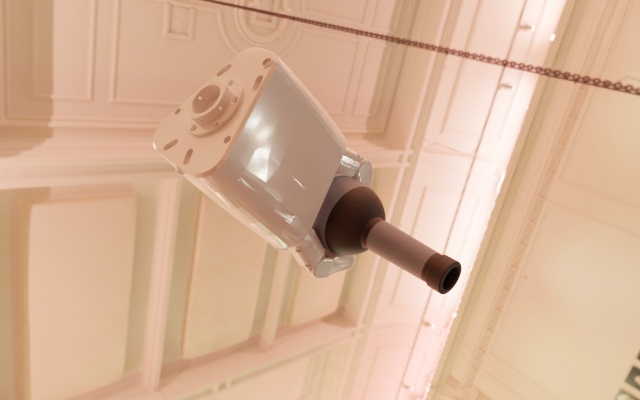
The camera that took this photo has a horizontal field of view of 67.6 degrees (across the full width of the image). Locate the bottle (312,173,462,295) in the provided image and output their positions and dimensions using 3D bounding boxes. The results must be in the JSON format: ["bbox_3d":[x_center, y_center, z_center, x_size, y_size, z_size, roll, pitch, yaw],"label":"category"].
[{"bbox_3d":[0.000,0.001,0.445,0.069,0.069,0.295,0,22,-44],"label":"bottle"}]
